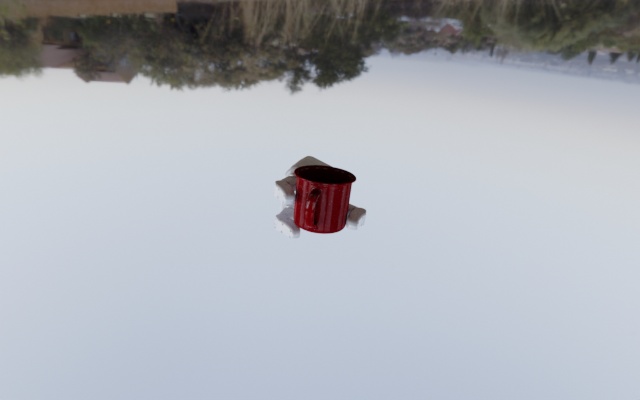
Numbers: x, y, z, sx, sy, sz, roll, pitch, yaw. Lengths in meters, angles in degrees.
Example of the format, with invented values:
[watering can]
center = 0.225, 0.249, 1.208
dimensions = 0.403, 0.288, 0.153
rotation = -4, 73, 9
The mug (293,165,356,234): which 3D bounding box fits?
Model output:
[mug]
center = 0.000, 0.003, 0.706
dimensions = 0.093, 0.081, 0.117
rotation = 10, 20, 10
